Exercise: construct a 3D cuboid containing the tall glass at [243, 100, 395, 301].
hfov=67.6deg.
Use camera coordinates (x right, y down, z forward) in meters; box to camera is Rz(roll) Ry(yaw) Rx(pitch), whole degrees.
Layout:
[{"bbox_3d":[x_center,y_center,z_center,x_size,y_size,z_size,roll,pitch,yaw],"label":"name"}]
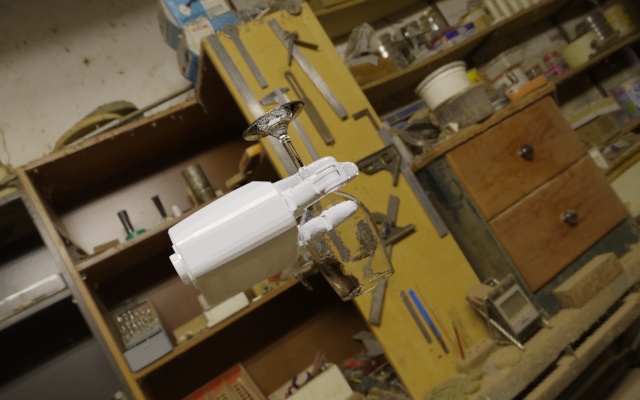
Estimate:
[{"bbox_3d":[0.000,0.001,0.495,0.079,0.201,0.079,-30,-5,-3],"label":"tall glass"}]
